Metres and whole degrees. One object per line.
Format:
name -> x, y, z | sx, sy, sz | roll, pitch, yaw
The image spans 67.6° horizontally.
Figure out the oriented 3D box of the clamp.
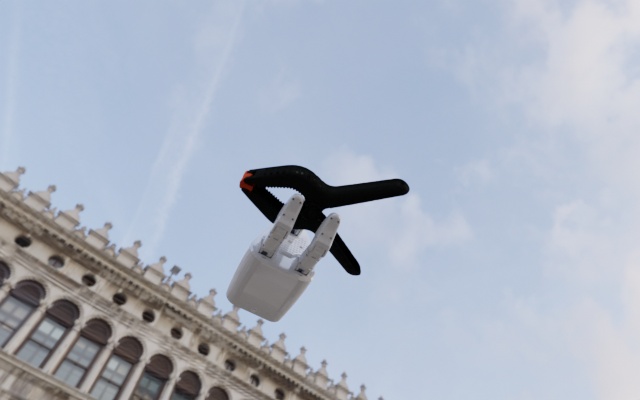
clamp -> 0.000, 0.002, 0.627 | 0.210, 0.165, 0.036 | 27, 30, -10
